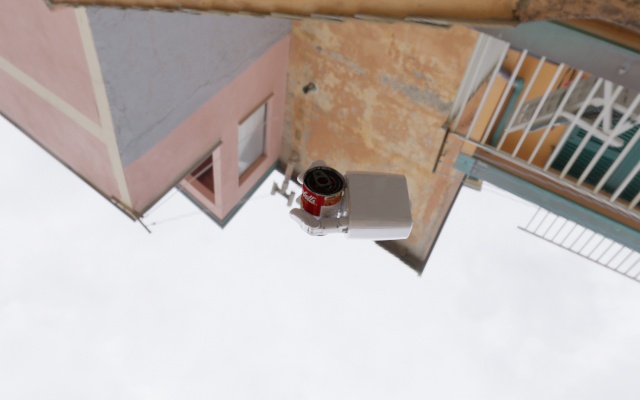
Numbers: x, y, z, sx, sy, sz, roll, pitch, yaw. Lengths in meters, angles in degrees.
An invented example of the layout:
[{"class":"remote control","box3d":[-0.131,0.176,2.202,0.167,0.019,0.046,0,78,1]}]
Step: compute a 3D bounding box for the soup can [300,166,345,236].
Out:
[{"class":"soup can","box3d":[0.000,0.003,0.797,0.068,0.068,0.102,0,-44,-9]}]
